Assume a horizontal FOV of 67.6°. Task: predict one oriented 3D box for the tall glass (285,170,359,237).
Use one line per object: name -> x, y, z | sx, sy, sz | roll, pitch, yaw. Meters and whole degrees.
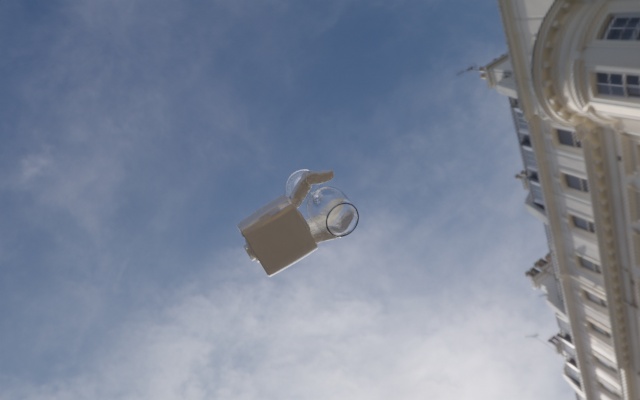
tall glass -> 0.000, 0.003, 0.894 | 0.079, 0.079, 0.201 | 0, 18, -24
